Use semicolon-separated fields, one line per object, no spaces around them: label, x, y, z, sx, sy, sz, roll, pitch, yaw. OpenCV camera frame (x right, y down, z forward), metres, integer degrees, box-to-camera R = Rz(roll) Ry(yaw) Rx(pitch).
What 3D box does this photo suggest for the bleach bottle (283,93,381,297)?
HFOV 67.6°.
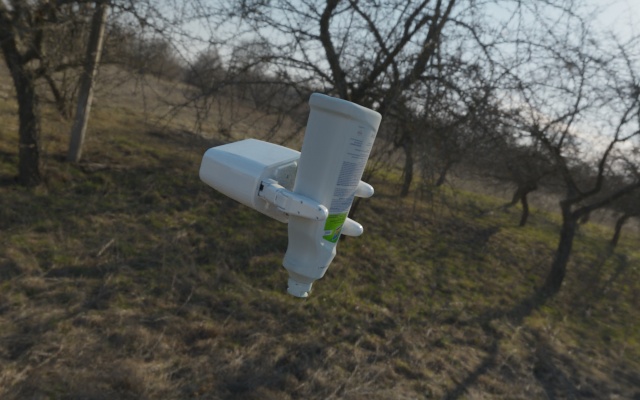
bleach bottle;0.000;0.002;0.596;0.068;0.251;0.102;22;11;30
